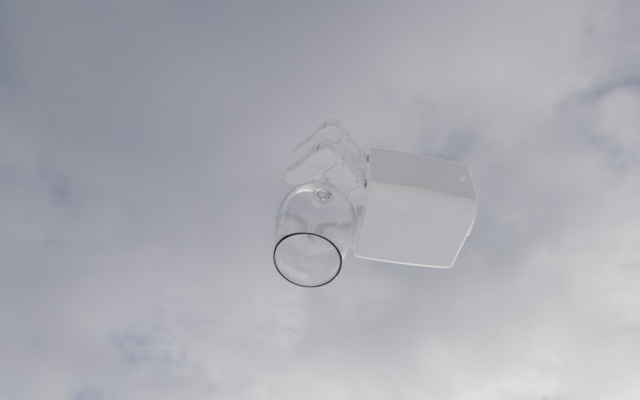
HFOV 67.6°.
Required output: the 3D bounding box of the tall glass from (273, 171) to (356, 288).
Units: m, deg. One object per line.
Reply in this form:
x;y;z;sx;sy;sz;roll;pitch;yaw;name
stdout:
0.000;0.001;0.502;0.079;0.079;0.201;0;31;8;tall glass
